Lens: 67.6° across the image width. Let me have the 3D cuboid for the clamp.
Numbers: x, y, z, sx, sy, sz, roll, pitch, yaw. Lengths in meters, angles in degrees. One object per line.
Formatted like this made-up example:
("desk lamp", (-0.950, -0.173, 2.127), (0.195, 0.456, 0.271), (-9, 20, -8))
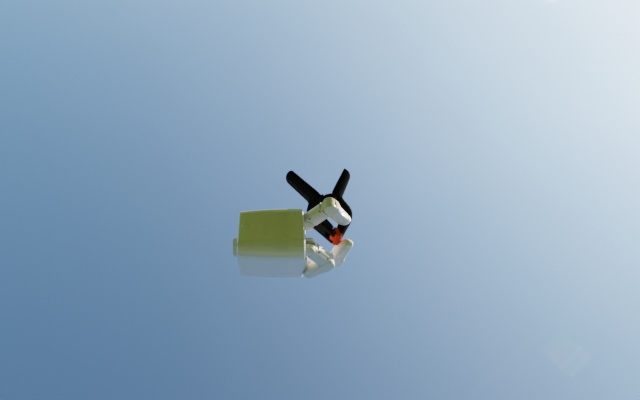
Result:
("clamp", (0.000, 0.003, 0.839), (0.120, 0.039, 0.171), (-1, 44, -4))
